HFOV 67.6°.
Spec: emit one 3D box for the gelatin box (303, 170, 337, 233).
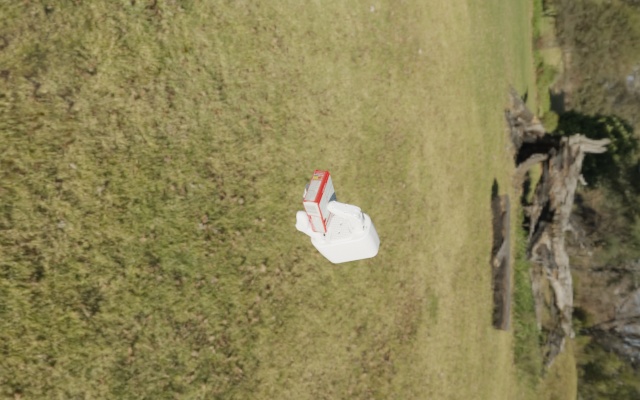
[{"bbox_3d":[0.000,0.003,0.832,0.030,0.073,0.089,7,-37,19],"label":"gelatin box"}]
